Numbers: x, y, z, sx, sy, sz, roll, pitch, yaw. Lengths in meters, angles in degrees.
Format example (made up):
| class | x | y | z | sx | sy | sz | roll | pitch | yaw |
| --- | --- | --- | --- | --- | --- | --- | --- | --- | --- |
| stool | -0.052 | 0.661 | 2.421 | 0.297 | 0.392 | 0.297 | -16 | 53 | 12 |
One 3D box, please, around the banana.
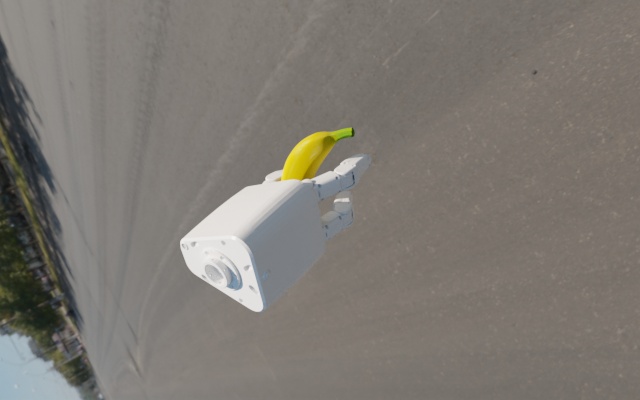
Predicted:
| class | x | y | z | sx | sy | sz | roll | pitch | yaw |
| --- | --- | --- | --- | --- | --- | --- | --- | --- | --- |
| banana | -0.017 | -0.007 | 0.581 | 0.069 | 0.198 | 0.037 | 20 | 38 | 6 |
